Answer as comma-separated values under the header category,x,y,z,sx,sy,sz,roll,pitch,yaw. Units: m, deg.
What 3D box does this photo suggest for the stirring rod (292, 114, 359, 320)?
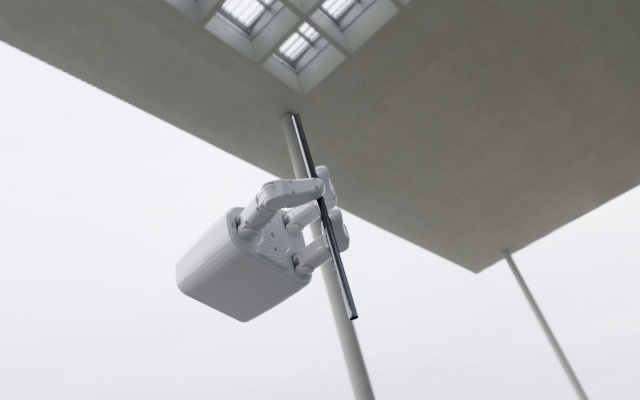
category,x,y,z,sx,sy,sz,roll,pitch,yaw
stirring rod,0.000,0.002,0.456,0.011,0.239,0.011,-11,-36,-8
